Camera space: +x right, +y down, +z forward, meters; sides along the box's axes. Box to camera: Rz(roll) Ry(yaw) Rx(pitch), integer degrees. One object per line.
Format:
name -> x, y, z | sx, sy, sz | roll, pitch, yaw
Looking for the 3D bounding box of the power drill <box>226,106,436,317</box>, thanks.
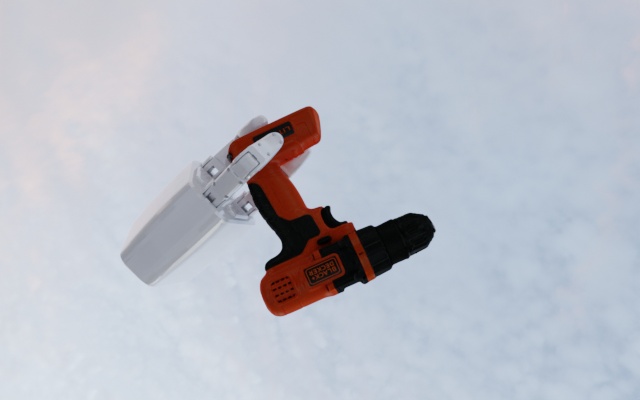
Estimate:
power drill -> 0.000, 0.001, 0.489 | 0.184, 0.187, 0.057 | -24, -14, -2
